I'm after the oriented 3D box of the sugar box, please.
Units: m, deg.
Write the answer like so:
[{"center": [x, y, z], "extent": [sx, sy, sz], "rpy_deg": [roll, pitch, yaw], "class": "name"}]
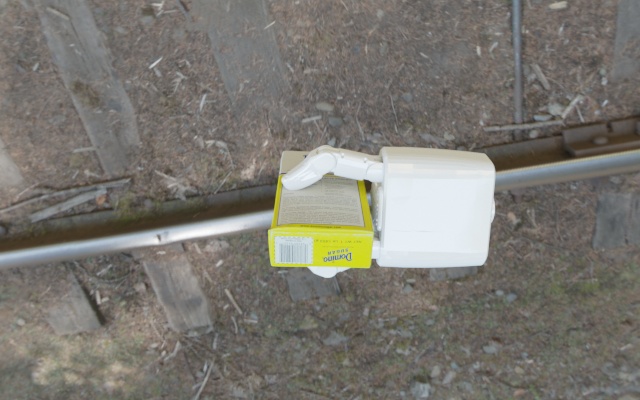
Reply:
[{"center": [0.000, 0.002, 0.496], "extent": [0.093, 0.048, 0.176], "rpy_deg": [2, 26, -1], "class": "sugar box"}]
